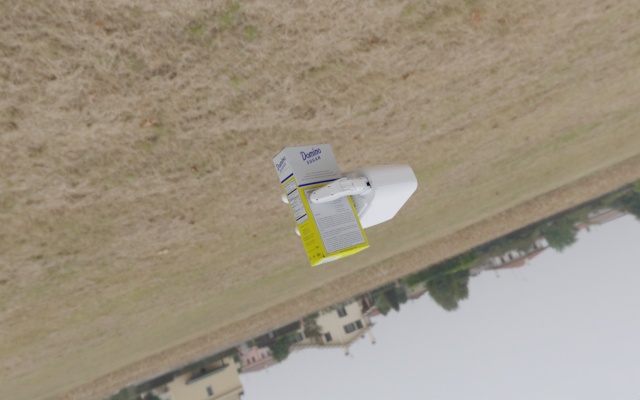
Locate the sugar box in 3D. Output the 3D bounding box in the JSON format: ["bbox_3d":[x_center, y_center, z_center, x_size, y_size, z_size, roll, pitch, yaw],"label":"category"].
[{"bbox_3d":[0.000,0.003,0.725,0.093,0.176,0.048,-10,-18,-40],"label":"sugar box"}]
